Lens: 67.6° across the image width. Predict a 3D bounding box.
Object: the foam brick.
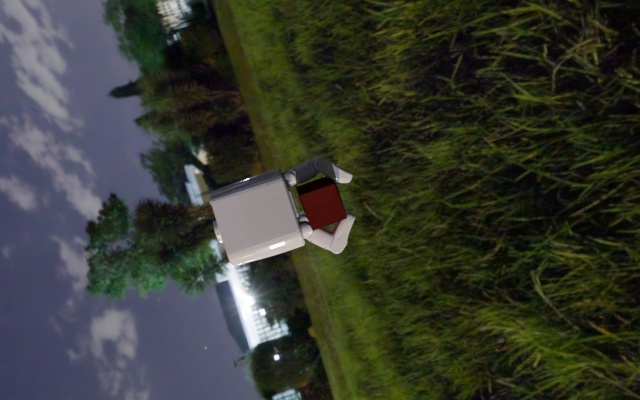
[{"bbox_3d":[0.000,0.002,0.662,0.051,0.053,0.078,-19,11,-3],"label":"foam brick"}]
